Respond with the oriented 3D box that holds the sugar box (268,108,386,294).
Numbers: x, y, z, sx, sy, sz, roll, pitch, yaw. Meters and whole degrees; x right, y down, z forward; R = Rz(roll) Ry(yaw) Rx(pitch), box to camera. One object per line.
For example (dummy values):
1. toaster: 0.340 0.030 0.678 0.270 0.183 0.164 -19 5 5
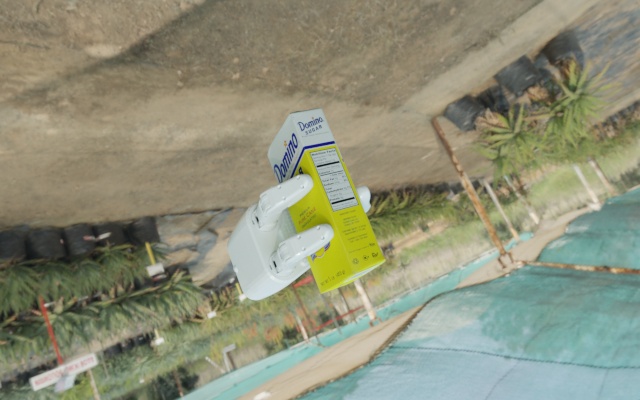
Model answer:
1. sugar box: 0.000 0.002 0.508 0.048 0.176 0.093 -17 -15 -29
